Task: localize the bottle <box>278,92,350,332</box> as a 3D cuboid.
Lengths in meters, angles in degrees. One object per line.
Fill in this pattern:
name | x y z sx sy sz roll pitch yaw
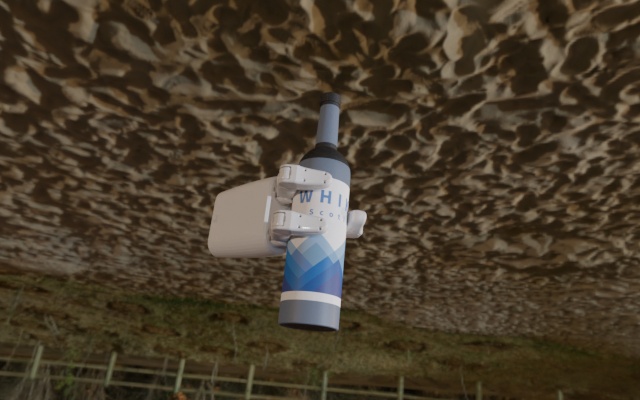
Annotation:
bottle | 0.000 0.002 0.573 0.069 0.295 0.069 5 -21 2
